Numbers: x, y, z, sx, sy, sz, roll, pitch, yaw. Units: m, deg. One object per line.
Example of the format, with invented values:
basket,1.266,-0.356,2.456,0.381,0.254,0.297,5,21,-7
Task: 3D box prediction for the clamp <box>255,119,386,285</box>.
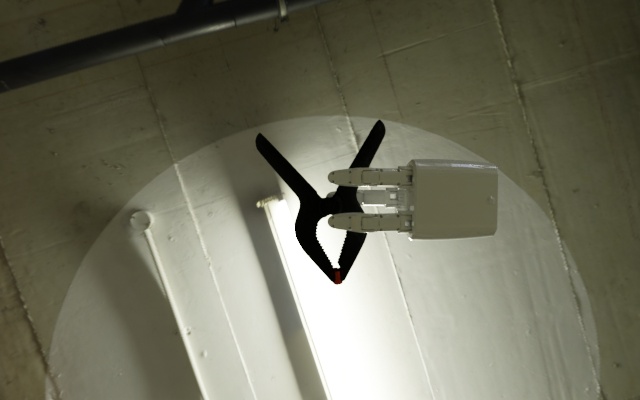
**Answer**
clamp,0.000,0.002,0.610,0.164,0.210,0.036,0,4,-2
